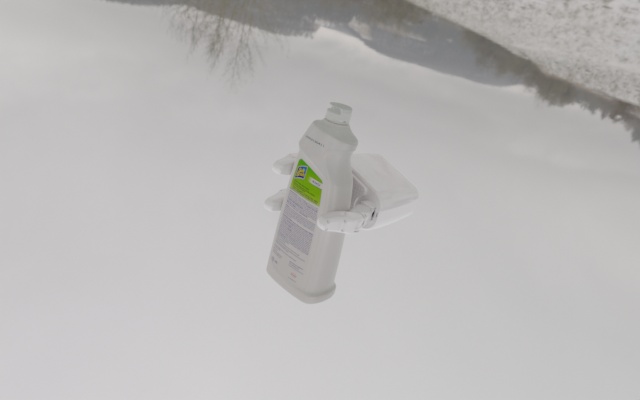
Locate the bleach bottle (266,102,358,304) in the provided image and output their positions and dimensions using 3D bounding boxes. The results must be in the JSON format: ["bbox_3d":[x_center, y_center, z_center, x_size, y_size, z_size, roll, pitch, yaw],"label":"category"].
[{"bbox_3d":[0.000,0.002,0.614,0.102,0.251,0.068,31,27,33],"label":"bleach bottle"}]
